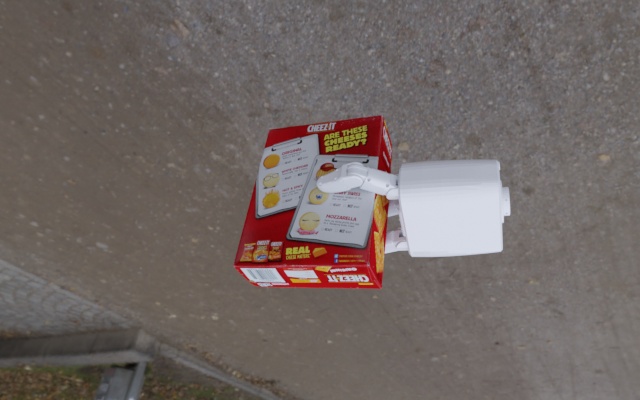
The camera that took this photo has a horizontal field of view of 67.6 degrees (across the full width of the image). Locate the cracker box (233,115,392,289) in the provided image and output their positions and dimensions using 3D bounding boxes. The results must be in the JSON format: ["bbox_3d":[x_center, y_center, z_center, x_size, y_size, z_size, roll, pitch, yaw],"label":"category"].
[{"bbox_3d":[0.000,0.002,0.599,0.164,0.213,0.072,-4,-35,20],"label":"cracker box"}]
